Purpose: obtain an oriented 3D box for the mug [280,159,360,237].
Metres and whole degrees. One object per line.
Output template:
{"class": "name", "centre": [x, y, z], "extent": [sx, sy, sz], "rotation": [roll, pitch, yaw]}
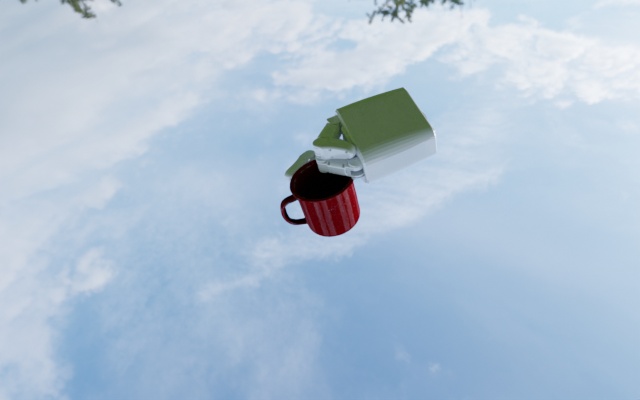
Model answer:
{"class": "mug", "centre": [-0.001, 0.003, 0.684], "extent": [0.117, 0.082, 0.093], "rotation": [-22, 42, -4]}
